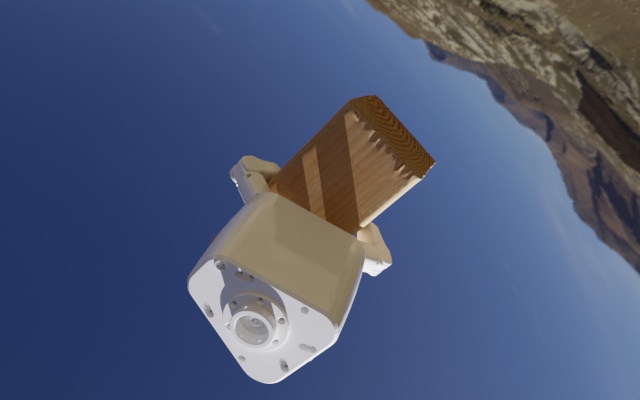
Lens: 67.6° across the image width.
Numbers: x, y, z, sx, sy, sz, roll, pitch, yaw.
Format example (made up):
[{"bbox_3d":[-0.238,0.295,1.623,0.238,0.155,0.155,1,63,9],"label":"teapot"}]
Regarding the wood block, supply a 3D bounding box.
[{"bbox_3d":[0.000,0.001,0.472,0.206,0.091,0.090,-42,-3,26],"label":"wood block"}]
